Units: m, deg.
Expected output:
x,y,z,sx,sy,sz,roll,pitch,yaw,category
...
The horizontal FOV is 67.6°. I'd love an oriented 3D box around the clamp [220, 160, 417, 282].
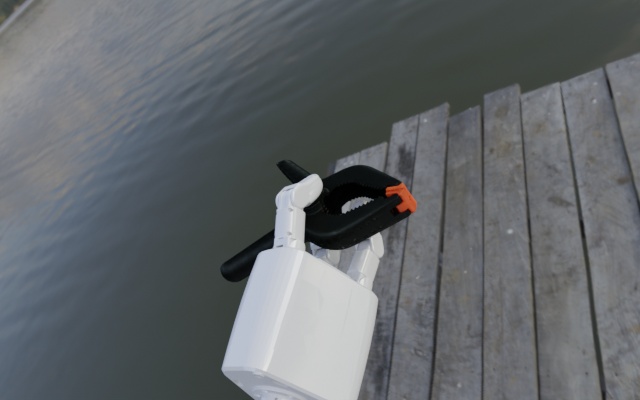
x,y,z,sx,sy,sz,roll,pitch,yaw,category
0.000,0.001,0.487,0.210,0.164,0.036,-14,-47,35,clamp
